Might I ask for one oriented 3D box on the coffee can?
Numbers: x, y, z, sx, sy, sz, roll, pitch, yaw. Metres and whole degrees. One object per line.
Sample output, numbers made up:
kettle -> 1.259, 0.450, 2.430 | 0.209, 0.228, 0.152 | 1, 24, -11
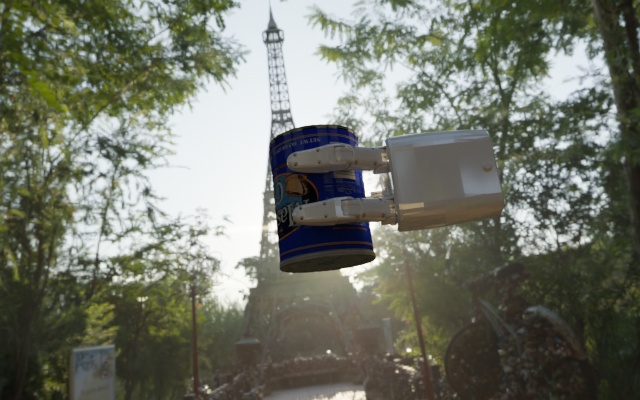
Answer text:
coffee can -> 0.000, 0.002, 0.524 | 0.103, 0.140, 0.103 | -6, -15, -2
